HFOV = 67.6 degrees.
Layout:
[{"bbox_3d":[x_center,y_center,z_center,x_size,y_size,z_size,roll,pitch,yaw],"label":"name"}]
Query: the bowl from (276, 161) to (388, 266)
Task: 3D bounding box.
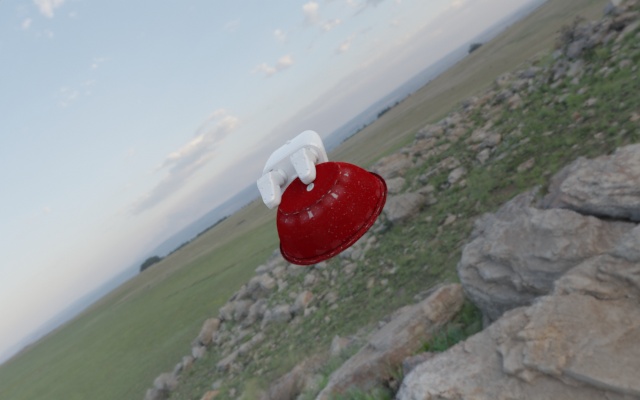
[{"bbox_3d":[0.000,0.002,0.595,0.162,0.162,0.055,0,-44,49],"label":"bowl"}]
